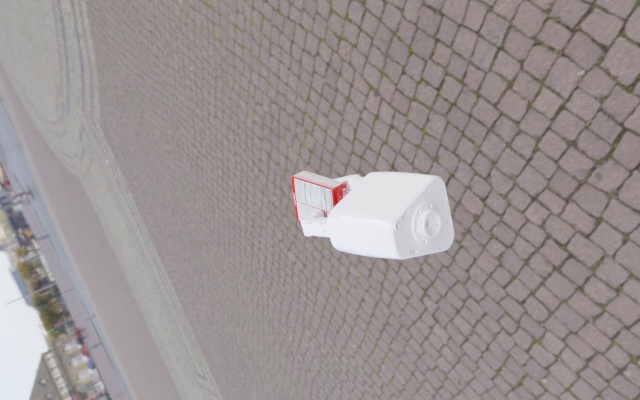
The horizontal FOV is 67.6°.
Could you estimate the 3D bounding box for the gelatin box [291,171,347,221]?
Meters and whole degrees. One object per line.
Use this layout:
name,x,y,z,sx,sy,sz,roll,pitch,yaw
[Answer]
gelatin box,0.000,0.002,0.689,0.089,0.073,0.030,18,34,41
